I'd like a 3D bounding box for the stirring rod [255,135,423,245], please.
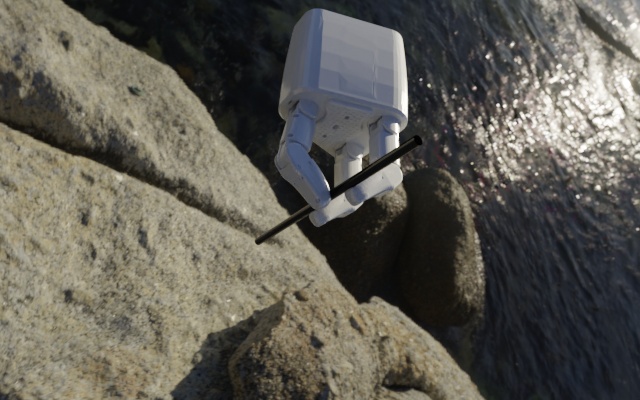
[{"bbox_3d":[0.000,0.001,0.415,0.011,0.011,0.239,0,-21,-36],"label":"stirring rod"}]
